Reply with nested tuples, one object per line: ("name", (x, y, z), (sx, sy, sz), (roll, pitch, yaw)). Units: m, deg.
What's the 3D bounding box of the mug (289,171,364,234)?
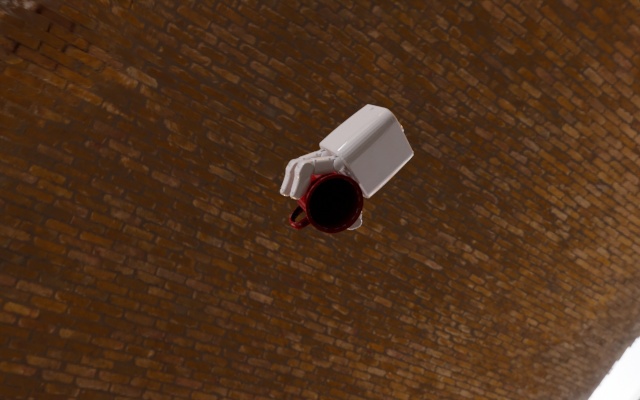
("mug", (-0.001, 0.003, 0.749), (0.117, 0.093, 0.081), (-40, 25, -4))
